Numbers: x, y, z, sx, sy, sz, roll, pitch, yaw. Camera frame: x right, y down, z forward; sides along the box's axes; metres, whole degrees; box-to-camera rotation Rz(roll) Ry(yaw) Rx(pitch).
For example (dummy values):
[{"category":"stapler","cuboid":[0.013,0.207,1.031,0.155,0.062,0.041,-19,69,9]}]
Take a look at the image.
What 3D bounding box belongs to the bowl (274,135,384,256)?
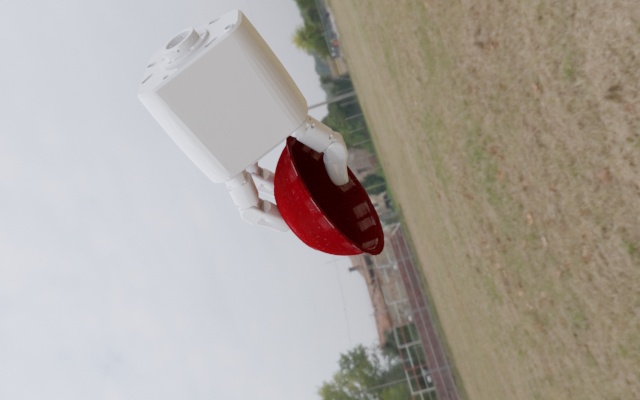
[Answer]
[{"category":"bowl","cuboid":[0.001,0.003,0.518,0.055,0.162,0.162,-36,-15,21]}]
